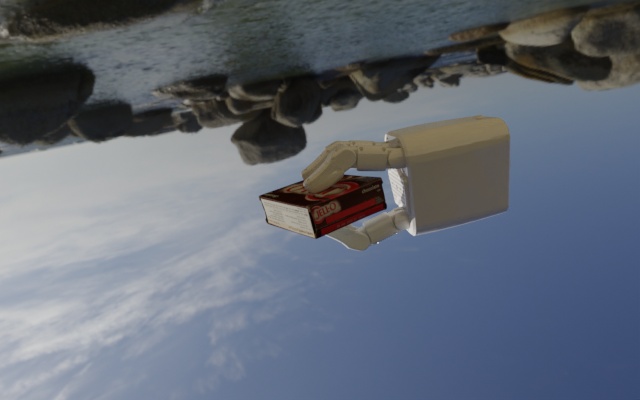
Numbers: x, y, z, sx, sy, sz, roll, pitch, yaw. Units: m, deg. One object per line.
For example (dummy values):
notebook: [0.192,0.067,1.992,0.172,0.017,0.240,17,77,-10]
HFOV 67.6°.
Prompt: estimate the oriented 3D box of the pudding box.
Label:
pudding box: [0.000,0.002,0.503,0.090,0.039,0.113,-20,14,-29]
